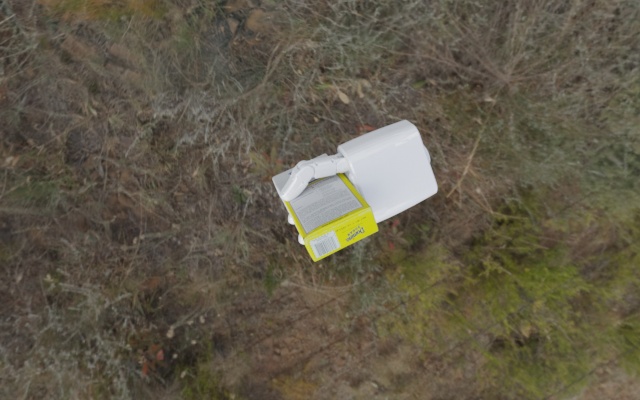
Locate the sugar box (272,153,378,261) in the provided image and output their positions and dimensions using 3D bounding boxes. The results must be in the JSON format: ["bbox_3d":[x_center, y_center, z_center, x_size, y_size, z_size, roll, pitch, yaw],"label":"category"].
[{"bbox_3d":[0.000,0.003,0.656,0.093,0.048,0.176,-25,31,-5],"label":"sugar box"}]
